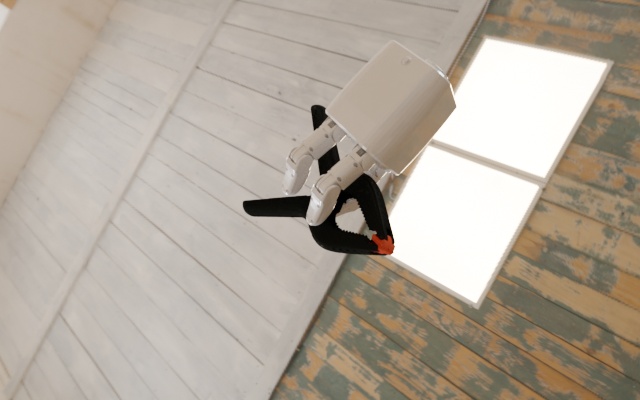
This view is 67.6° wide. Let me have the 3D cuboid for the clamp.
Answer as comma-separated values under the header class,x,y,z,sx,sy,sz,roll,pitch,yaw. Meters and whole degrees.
class,x,y,z,sx,sy,sz,roll,pitch,yaw
clamp,0.001,0.002,0.551,0.036,0.164,0.210,27,18,-52
